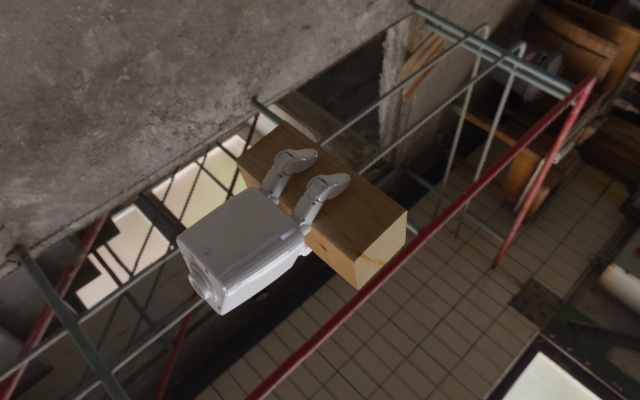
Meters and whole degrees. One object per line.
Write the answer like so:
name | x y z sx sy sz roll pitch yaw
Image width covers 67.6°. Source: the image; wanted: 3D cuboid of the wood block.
wood block | 0.000 0.002 0.603 0.206 0.090 0.091 39 -19 26
